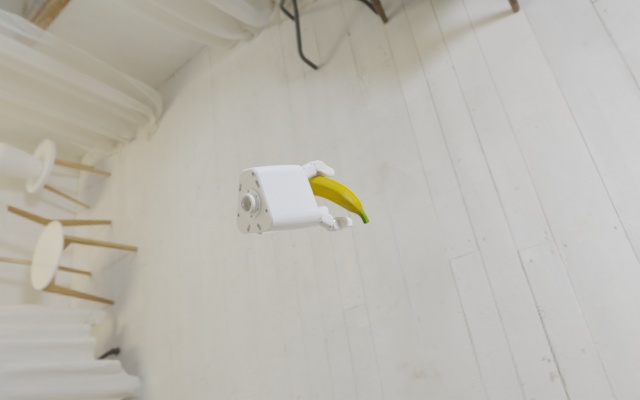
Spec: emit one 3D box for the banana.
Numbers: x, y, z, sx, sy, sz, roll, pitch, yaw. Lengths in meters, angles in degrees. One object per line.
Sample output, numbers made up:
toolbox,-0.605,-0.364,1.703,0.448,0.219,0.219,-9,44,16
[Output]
banana,0.002,-0.013,0.880,0.197,0.070,0.037,21,35,37
